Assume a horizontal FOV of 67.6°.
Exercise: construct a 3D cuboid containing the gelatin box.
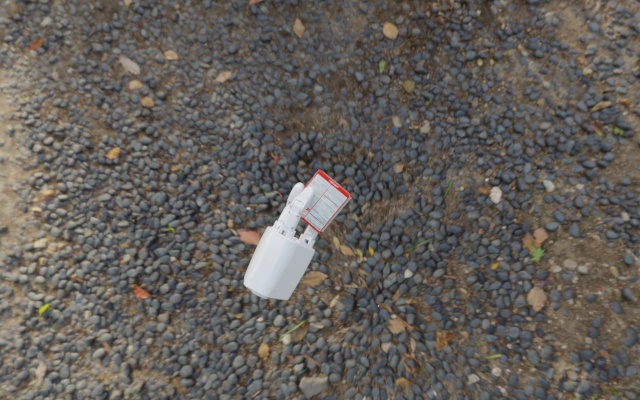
[{"bbox_3d":[0.000,0.002,0.847,0.073,0.089,0.030,40,3,11],"label":"gelatin box"}]
